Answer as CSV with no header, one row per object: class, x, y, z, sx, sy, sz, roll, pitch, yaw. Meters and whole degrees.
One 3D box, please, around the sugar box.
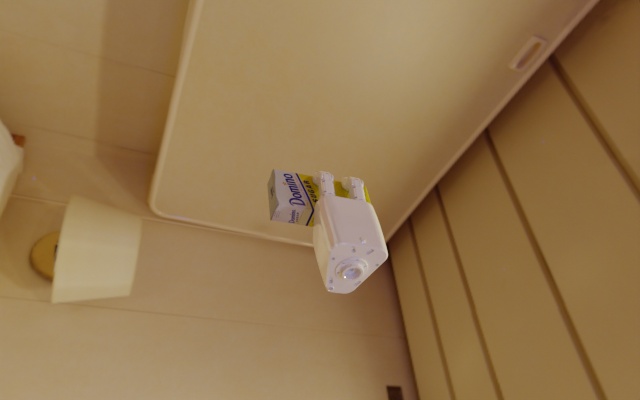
sugar box,0.000,0.002,0.820,0.176,0.048,0.093,11,39,-21
